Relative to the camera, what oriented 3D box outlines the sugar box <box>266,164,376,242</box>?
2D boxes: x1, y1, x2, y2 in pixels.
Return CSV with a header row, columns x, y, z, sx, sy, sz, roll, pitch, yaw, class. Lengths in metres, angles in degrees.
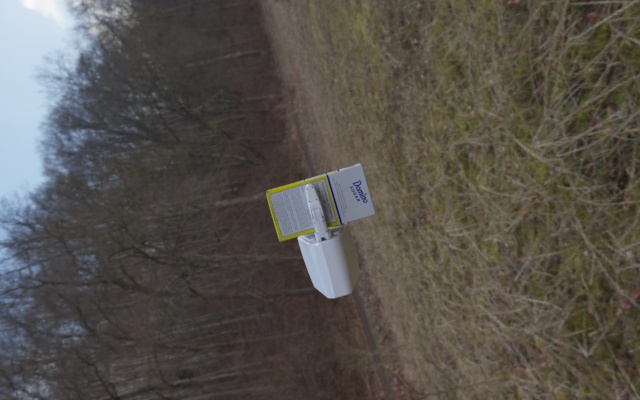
x,y,z,sx,sy,sz,roll,pitch,yaw,class
0.000,0.003,0.845,0.176,0.093,0.048,-16,8,-1,sugar box
